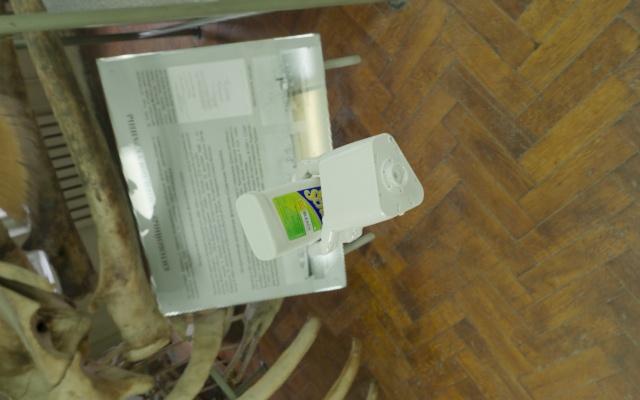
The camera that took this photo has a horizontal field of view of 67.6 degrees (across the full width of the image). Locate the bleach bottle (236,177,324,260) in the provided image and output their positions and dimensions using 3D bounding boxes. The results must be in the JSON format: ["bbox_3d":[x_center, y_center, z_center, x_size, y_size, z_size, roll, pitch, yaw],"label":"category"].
[{"bbox_3d":[0.000,0.003,0.734,0.251,0.102,0.068,-22,3,-38],"label":"bleach bottle"}]
